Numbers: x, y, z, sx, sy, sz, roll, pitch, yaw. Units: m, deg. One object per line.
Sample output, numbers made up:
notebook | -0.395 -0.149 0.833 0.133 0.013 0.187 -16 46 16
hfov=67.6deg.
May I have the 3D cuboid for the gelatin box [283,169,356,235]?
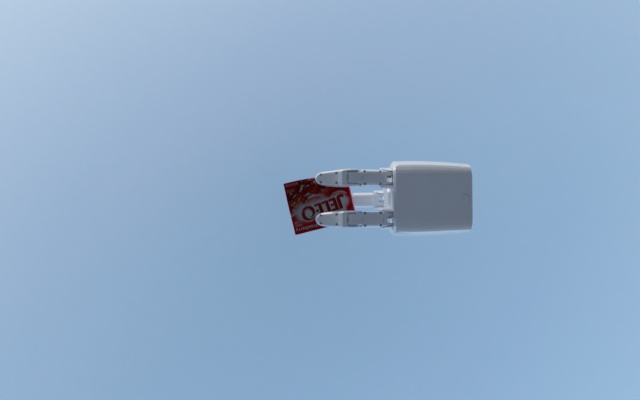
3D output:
gelatin box | 0.000 0.002 0.660 0.089 0.073 0.030 -14 -2 3
